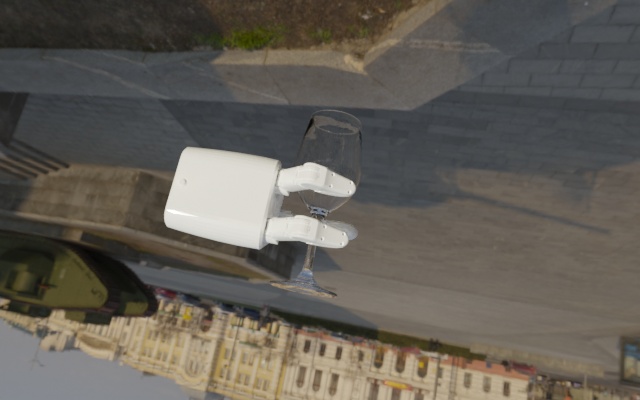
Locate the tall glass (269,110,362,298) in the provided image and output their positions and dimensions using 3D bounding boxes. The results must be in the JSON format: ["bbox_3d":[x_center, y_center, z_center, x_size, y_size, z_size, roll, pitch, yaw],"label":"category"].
[{"bbox_3d":[0.000,0.002,0.536,0.079,0.201,0.079,11,-16,3],"label":"tall glass"}]
